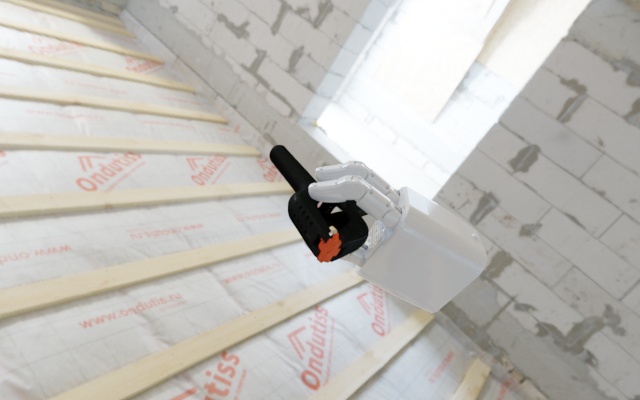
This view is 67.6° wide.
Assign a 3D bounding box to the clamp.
[{"bbox_3d":[0.000,0.003,0.548,0.164,0.036,0.210,28,22,-4],"label":"clamp"}]
